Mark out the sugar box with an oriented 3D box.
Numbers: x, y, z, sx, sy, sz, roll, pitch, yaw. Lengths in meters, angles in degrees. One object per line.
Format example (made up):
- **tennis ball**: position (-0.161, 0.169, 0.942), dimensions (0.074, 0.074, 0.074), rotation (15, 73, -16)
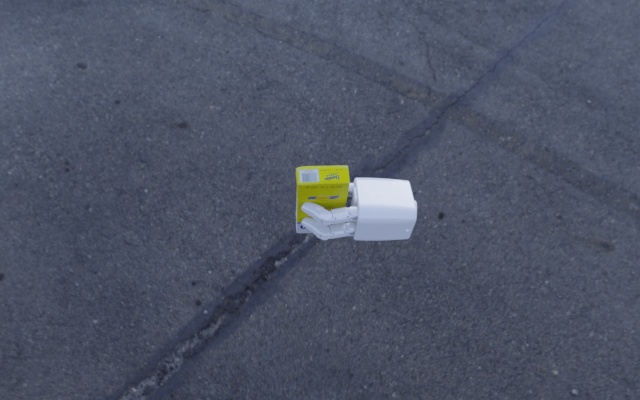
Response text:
- **sugar box**: position (0.000, 0.003, 0.896), dimensions (0.093, 0.048, 0.176), rotation (-1, -35, -3)
